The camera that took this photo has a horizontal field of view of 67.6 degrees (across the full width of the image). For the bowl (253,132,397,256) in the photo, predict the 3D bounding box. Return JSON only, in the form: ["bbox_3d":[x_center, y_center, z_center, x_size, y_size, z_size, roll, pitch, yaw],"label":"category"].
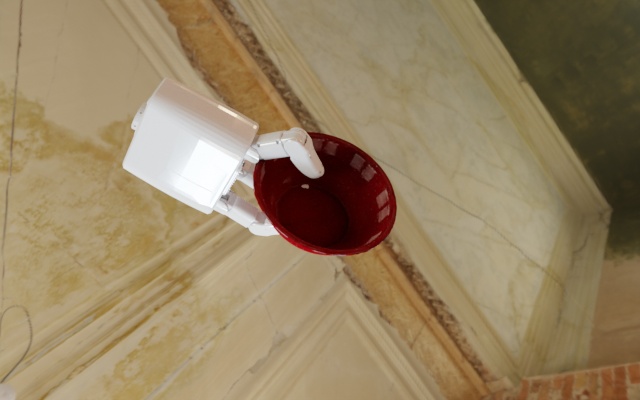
[{"bbox_3d":[0.001,0.003,0.528,0.162,0.162,0.055,0,-35,-21],"label":"bowl"}]
